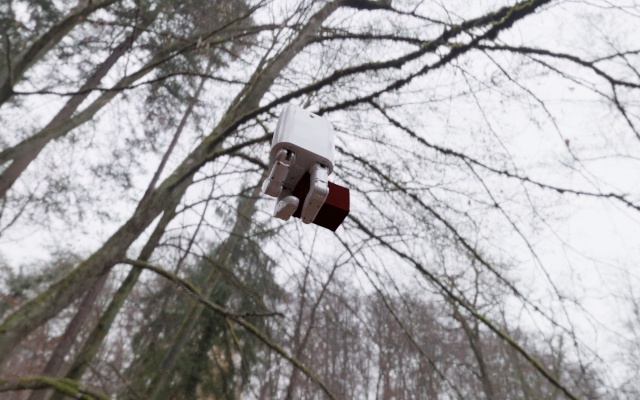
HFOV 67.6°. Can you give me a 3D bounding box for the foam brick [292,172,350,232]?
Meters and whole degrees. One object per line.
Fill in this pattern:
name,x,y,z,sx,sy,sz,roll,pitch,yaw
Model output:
foam brick,0.000,0.003,0.722,0.078,0.051,0.053,22,-49,-17
